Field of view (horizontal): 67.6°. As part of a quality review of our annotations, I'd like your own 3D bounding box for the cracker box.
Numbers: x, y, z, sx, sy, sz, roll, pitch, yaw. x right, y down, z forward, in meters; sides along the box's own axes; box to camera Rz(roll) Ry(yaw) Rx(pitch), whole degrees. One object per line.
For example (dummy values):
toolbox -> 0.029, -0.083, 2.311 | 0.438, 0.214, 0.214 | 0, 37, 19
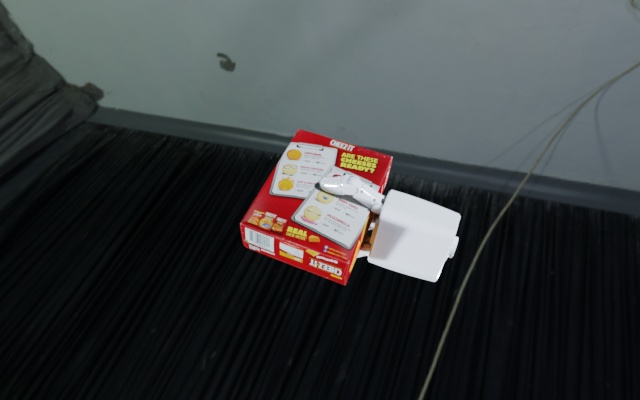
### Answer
cracker box -> 0.000, 0.002, 0.728 | 0.164, 0.213, 0.072 | 18, -38, 11
